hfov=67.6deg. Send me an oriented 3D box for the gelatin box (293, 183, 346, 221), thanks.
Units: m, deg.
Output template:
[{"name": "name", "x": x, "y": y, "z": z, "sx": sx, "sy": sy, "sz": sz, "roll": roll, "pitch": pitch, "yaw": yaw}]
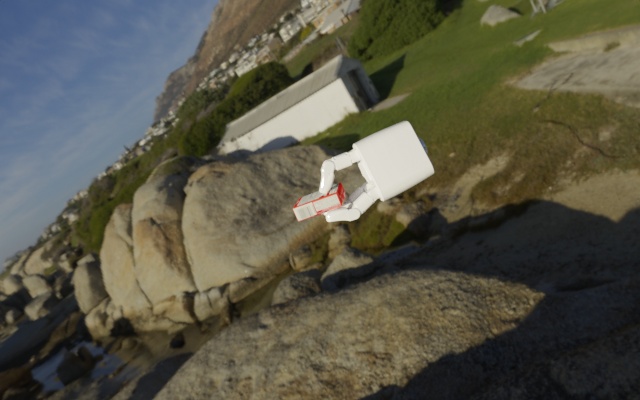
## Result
[{"name": "gelatin box", "x": 0.000, "y": 0.003, "z": 0.871, "sx": 0.089, "sy": 0.030, "sz": 0.073, "roll": -20, "pitch": 12, "yaw": 12}]
